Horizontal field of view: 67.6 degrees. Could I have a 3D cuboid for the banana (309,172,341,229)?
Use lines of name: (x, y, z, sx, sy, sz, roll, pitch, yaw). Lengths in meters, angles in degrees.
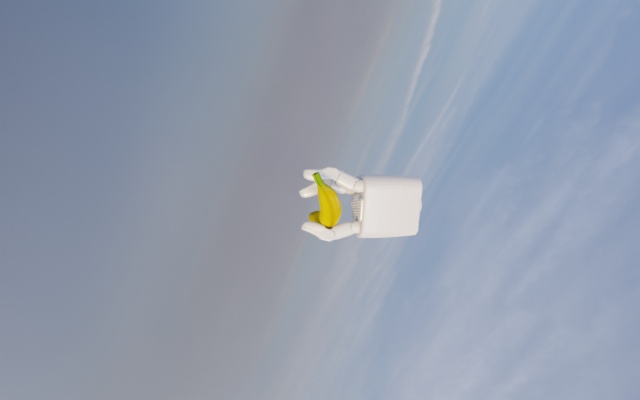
banana: (0.008, 0.017, 0.846, 0.037, 0.069, 0.198, -20, -20, -13)
